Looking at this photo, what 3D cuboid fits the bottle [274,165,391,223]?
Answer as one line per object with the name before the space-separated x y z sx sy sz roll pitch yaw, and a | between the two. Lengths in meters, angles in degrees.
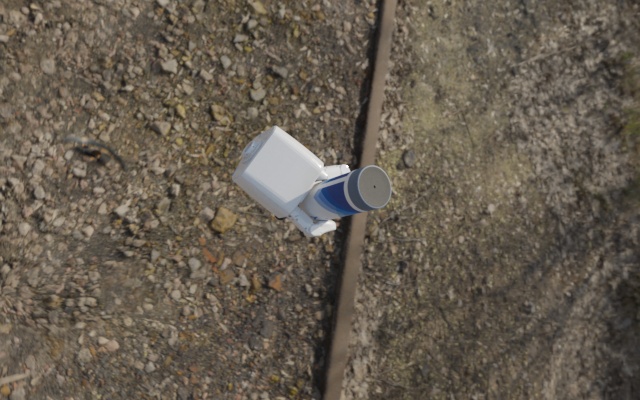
bottle | 0.000 0.003 0.831 0.069 0.069 0.296 0 -9 -34
